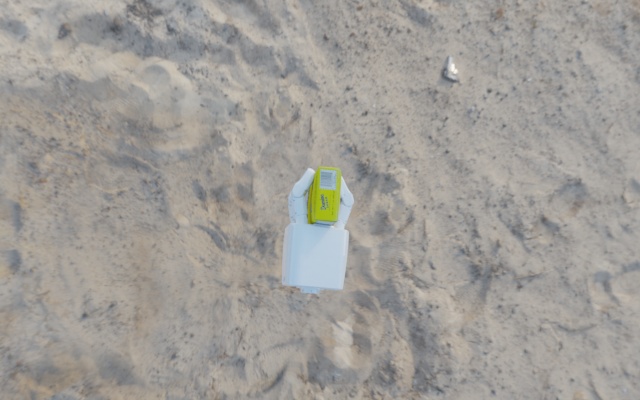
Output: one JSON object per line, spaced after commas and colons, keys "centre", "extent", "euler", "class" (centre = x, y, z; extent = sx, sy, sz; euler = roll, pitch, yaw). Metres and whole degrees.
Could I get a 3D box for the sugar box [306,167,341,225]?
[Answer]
{"centre": [0.000, 0.003, 0.874], "extent": [0.048, 0.093, 0.176], "euler": [6, -11, -9], "class": "sugar box"}
